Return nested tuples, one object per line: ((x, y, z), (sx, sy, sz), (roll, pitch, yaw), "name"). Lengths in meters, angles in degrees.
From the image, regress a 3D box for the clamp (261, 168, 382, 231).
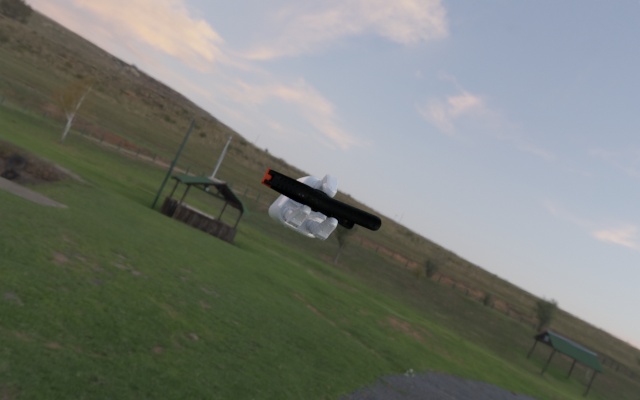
((0.000, 0.002, 0.829), (0.210, 0.036, 0.164), (27, -9, -17), "clamp")
